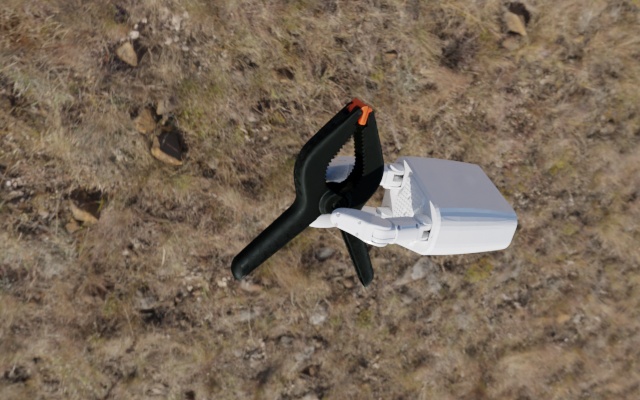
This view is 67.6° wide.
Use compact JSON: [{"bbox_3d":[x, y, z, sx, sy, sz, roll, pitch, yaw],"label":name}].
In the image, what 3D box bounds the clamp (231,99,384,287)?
[{"bbox_3d":[0.001,0.001,0.480,0.164,0.210,0.036,1,26,-23],"label":"clamp"}]
